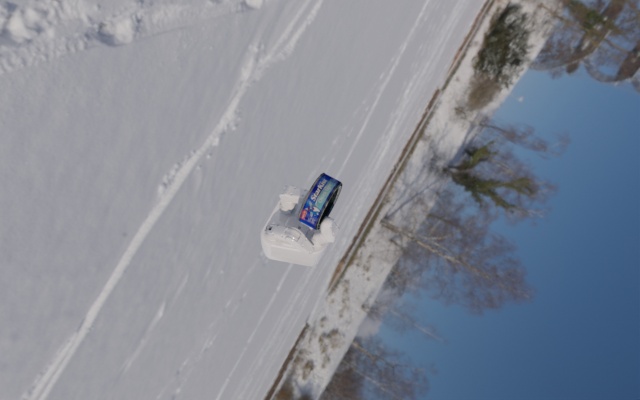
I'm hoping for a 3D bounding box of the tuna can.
[{"bbox_3d":[0.001,0.003,0.735,0.034,0.086,0.086,28,5,9],"label":"tuna can"}]
